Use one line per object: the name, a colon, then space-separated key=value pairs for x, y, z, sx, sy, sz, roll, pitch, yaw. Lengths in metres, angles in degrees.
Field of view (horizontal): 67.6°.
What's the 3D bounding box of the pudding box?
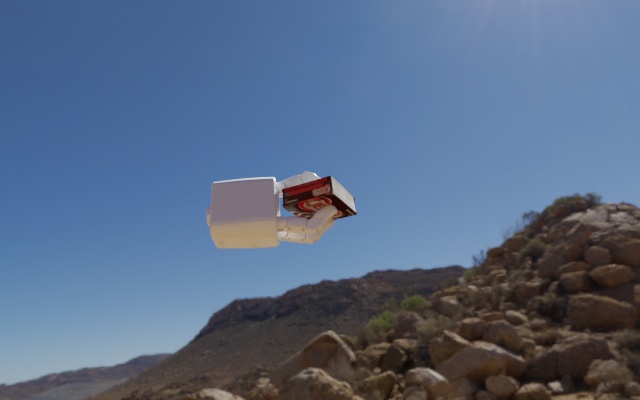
pudding box: x=0.000 y=0.002 z=0.804 sx=0.090 sy=0.039 sz=0.113 roll=-14 pitch=-22 yaw=21
